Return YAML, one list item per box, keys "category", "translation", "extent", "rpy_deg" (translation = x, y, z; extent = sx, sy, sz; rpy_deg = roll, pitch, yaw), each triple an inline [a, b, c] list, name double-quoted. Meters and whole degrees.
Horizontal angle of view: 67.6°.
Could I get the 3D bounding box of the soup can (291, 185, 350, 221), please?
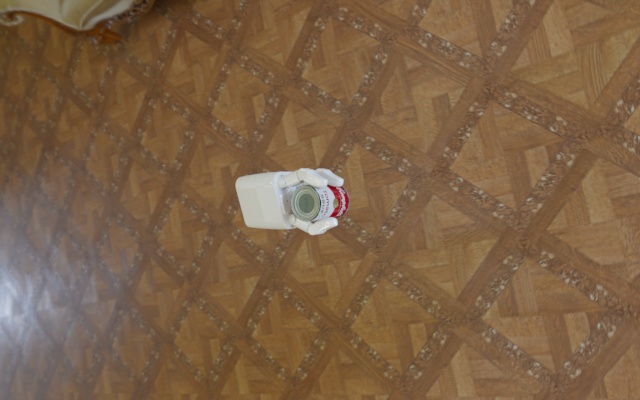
- category: "soup can"
  translation: [0.000, 0.003, 0.898]
  extent: [0.068, 0.068, 0.102]
  rpy_deg: [0, 2, 34]
